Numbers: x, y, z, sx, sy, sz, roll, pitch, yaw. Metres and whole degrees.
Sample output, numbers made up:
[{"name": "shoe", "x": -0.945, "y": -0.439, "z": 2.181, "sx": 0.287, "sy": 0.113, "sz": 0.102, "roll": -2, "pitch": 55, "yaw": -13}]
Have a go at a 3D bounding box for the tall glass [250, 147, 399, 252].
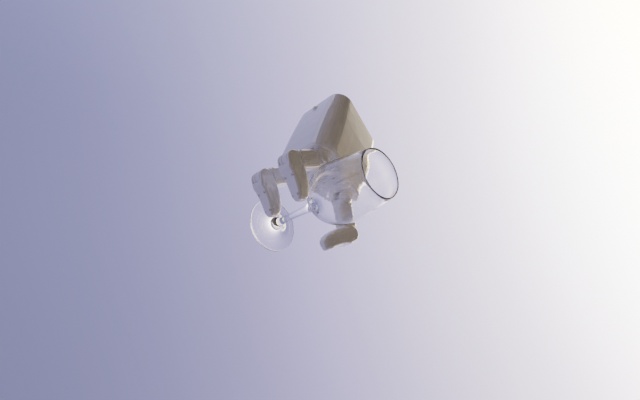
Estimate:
[{"name": "tall glass", "x": 0.000, "y": 0.002, "z": 0.592, "sx": 0.079, "sy": 0.079, "sz": 0.201, "roll": 0, "pitch": -19, "yaw": -45}]
